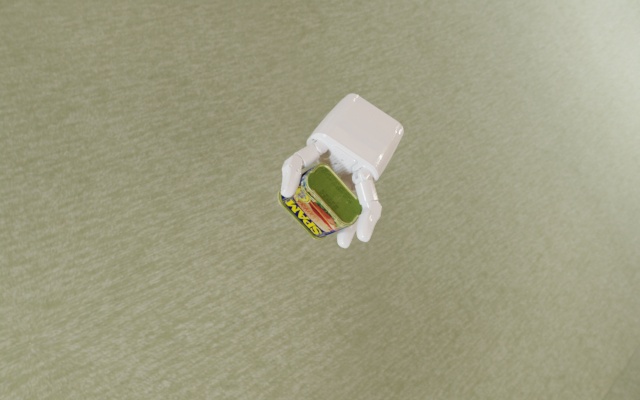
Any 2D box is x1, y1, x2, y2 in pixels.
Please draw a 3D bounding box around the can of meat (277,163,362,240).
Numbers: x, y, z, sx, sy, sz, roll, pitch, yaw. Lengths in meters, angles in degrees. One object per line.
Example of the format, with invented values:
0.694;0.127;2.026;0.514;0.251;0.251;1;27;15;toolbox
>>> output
0.000;0.002;0.690;0.057;0.102;0.084;-50;13;-33;can of meat
